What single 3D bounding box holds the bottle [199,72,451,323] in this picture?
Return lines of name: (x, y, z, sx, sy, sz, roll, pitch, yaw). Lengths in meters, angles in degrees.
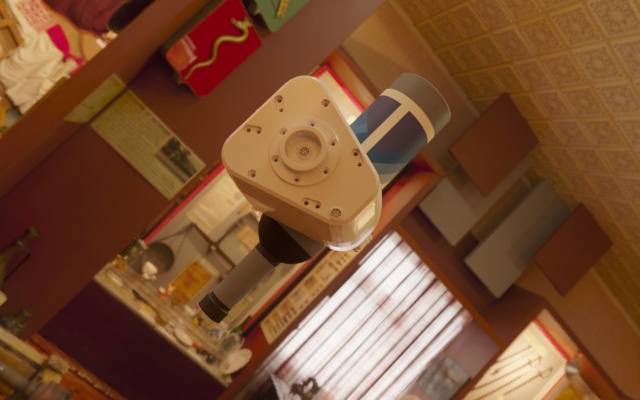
bottle: (0.000, 0.001, 0.459, 0.069, 0.295, 0.069, 45, -6, 6)
